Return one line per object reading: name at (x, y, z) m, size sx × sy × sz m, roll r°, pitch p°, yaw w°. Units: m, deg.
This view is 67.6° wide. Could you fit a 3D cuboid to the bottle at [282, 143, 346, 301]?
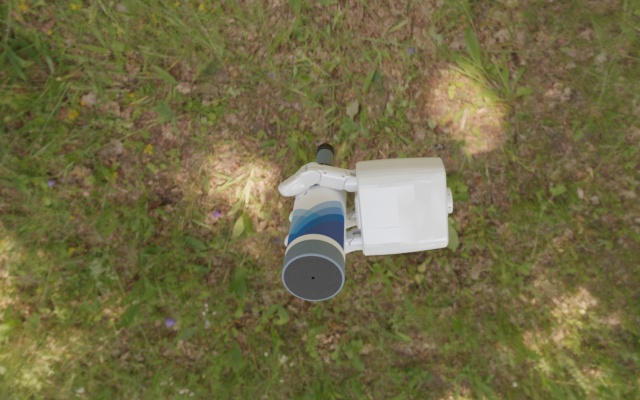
bottle at (0.000, 0.002, 0.623) m, size 0.069 × 0.069 × 0.295 m, roll 0°, pitch 33°, yaw 4°
